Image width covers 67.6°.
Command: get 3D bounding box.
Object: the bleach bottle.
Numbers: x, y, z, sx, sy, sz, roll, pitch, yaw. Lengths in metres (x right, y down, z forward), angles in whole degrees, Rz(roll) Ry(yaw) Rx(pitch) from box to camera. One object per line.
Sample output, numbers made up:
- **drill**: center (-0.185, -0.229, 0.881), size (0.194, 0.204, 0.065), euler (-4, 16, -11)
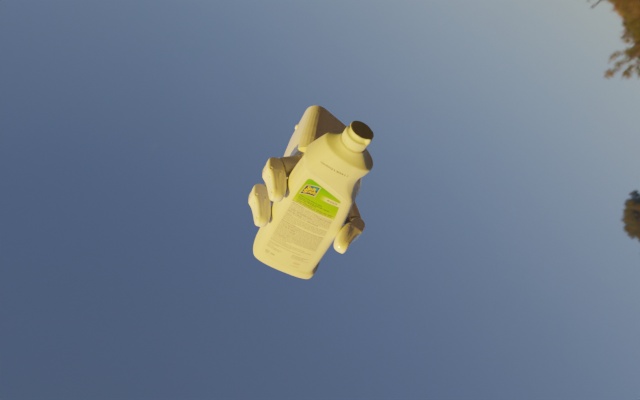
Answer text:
- **bleach bottle**: center (0.000, 0.002, 0.602), size (0.102, 0.068, 0.251), euler (23, -45, -13)
